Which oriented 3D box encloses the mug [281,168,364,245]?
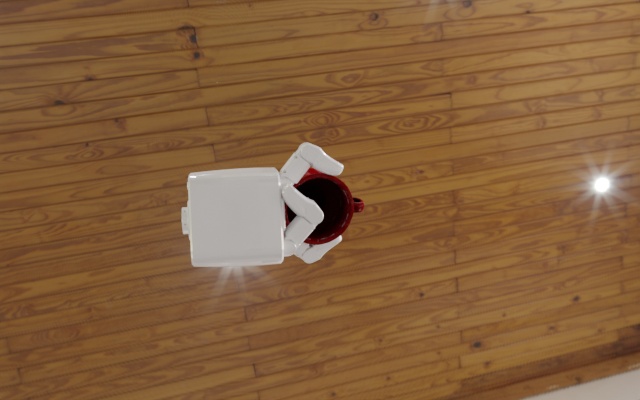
[{"bbox_3d":[0.001,0.002,0.639,0.117,0.093,0.081,-1,14,-14],"label":"mug"}]
